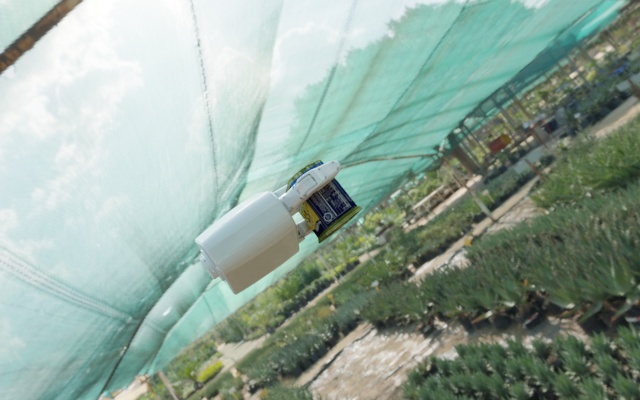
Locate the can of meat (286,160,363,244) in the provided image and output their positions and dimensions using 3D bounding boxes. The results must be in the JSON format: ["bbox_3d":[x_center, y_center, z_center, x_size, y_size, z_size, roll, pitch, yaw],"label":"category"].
[{"bbox_3d":[0.000,0.002,0.624,0.057,0.084,0.102,-36,-6,-15],"label":"can of meat"}]
